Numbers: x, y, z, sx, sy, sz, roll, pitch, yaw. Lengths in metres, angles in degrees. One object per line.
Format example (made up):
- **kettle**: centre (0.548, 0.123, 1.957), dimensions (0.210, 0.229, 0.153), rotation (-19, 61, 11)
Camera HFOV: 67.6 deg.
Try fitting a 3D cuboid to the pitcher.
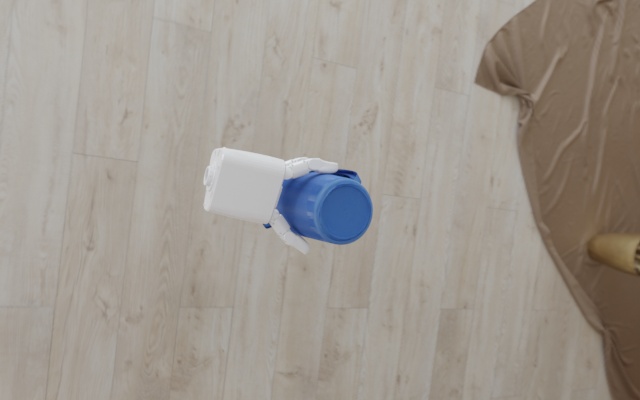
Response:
- **pitcher**: centre (0.000, 0.003, 0.865), dimensions (0.145, 0.149, 0.243), rotation (14, -1, -24)
